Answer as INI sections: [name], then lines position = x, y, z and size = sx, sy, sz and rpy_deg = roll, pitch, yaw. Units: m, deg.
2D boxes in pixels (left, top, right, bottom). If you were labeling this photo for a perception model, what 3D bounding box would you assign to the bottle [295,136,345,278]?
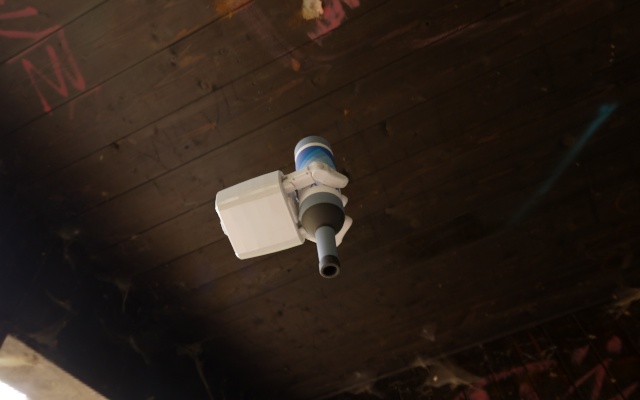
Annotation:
[bottle]
position = 0.000, 0.002, 0.733
size = 0.069, 0.069, 0.295
rpy_deg = 0, 37, -6
